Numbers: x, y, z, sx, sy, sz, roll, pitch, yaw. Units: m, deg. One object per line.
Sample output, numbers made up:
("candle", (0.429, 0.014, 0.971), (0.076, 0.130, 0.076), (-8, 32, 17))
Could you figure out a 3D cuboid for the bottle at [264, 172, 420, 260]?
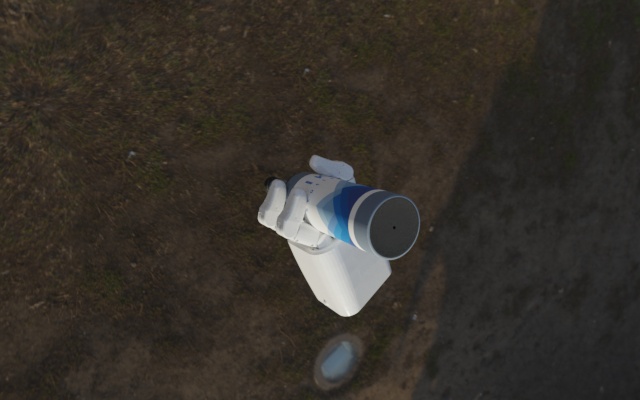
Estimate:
("bottle", (0.000, 0.002, 0.596), (0.069, 0.069, 0.295), (0, 10, -30))
